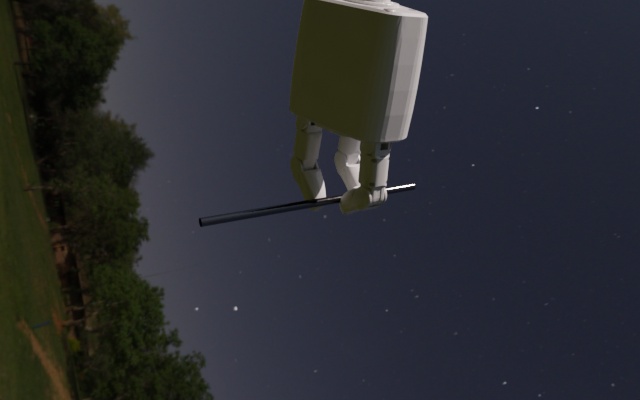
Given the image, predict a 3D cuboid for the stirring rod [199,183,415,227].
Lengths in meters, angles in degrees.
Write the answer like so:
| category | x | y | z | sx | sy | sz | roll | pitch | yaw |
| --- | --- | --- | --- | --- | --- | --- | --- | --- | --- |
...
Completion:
| category | x | y | z | sx | sy | sz | roll | pitch | yaw |
| --- | --- | --- | --- | --- | --- | --- | --- | --- | --- |
| stirring rod | 0.000 | 0.001 | 0.466 | 0.239 | 0.011 | 0.011 | -10 | 5 | -31 |
